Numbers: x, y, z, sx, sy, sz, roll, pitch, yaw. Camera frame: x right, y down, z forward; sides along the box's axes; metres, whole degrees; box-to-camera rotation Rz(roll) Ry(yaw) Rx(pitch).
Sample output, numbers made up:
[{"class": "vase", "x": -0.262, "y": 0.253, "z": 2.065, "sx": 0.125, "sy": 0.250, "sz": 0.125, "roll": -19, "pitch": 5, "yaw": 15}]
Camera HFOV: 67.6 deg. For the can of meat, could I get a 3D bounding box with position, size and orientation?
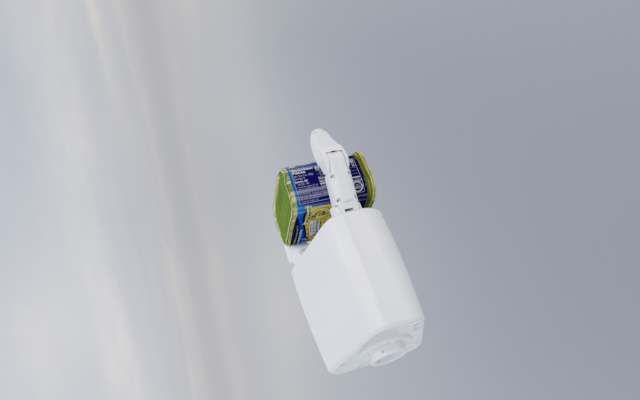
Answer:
[{"class": "can of meat", "x": 0.000, "y": 0.002, "z": 0.488, "sx": 0.084, "sy": 0.057, "sz": 0.102, "roll": -12, "pitch": -28, "yaw": -16}]
